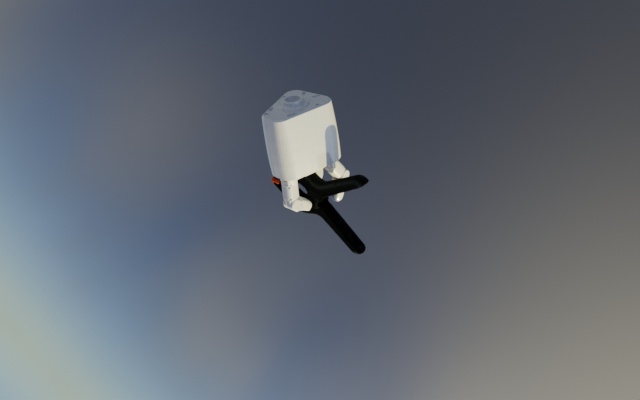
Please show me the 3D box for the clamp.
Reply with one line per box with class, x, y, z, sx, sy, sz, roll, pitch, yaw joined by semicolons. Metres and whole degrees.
clamp;-0.001;0.003;0.842;0.210;0.165;0.036;21;43;35
